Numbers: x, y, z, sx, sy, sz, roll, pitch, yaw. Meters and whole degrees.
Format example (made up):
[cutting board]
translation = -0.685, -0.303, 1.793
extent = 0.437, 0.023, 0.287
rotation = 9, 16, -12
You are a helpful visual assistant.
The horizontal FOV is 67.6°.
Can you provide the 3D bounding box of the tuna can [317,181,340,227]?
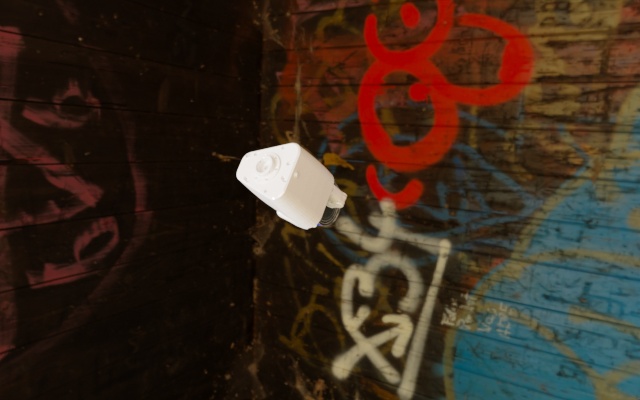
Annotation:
[tuna can]
translation = 0.000, 0.003, 0.862
extent = 0.034, 0.086, 0.086
rotation = 5, 3, 36
